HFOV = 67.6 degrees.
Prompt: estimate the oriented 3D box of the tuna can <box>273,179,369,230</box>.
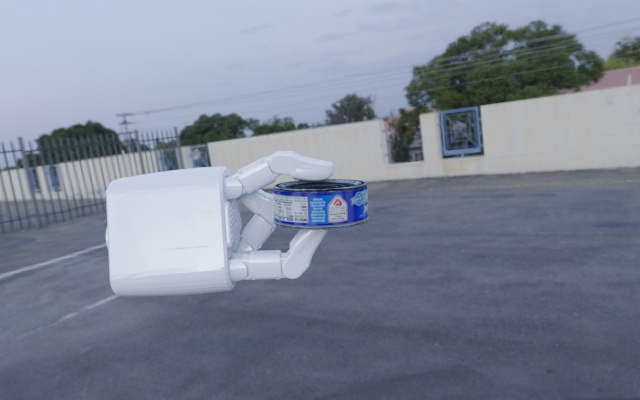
[{"bbox_3d":[0.000,0.001,0.428,0.086,0.034,0.086,-2,8,0],"label":"tuna can"}]
